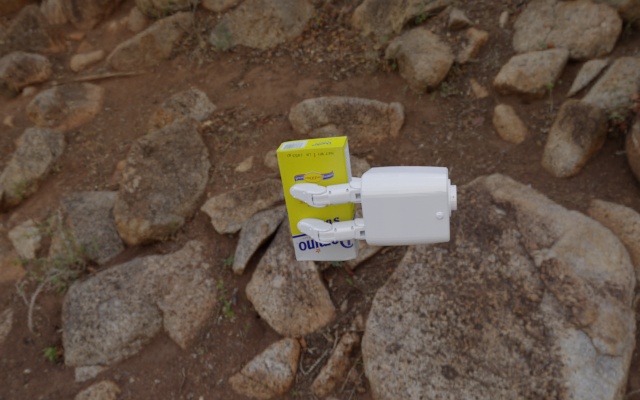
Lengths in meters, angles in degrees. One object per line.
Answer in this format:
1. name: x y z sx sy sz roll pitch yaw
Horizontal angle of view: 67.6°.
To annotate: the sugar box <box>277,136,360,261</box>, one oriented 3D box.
1. sugar box: 0.000 0.002 0.671 0.093 0.176 0.048 -3 24 13
